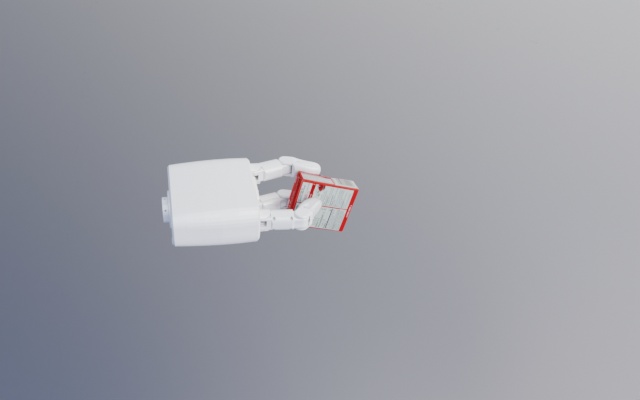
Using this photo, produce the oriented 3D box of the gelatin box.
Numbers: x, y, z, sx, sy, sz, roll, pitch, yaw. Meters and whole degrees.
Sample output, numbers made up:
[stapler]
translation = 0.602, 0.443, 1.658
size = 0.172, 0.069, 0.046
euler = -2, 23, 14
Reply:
[gelatin box]
translation = 0.001, 0.002, 0.674
size = 0.089, 0.073, 0.030
euler = 9, 27, -21
